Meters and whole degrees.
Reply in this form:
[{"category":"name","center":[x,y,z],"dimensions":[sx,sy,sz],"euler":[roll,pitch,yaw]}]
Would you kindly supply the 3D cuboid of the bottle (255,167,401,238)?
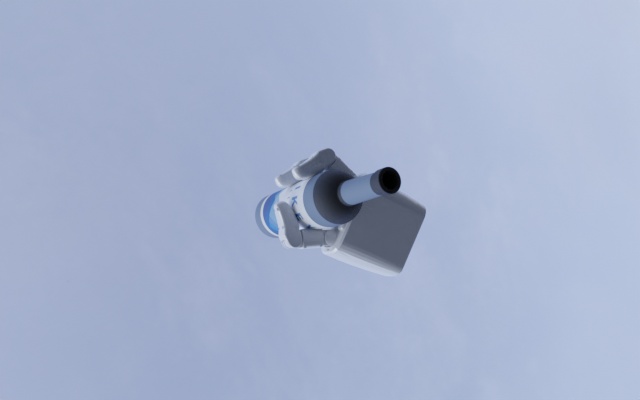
[{"category":"bottle","center":[0.000,0.002,0.594],"dimensions":[0.069,0.069,0.296],"euler":[0,-9,-28]}]
